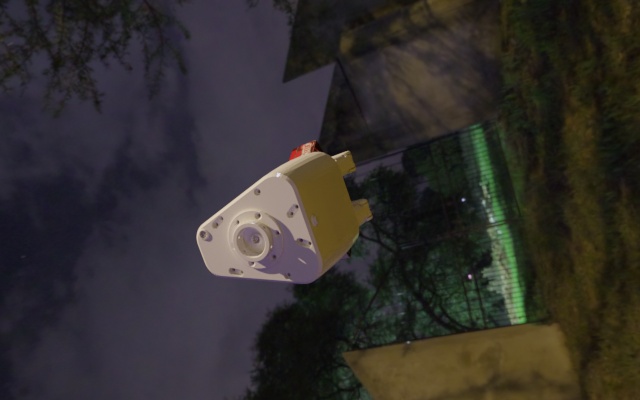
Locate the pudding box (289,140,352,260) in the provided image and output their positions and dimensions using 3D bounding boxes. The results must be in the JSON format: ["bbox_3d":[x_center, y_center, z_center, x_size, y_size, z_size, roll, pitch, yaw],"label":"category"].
[{"bbox_3d":[0.000,0.002,0.548,0.039,0.113,0.090,-15,35,22],"label":"pudding box"}]
